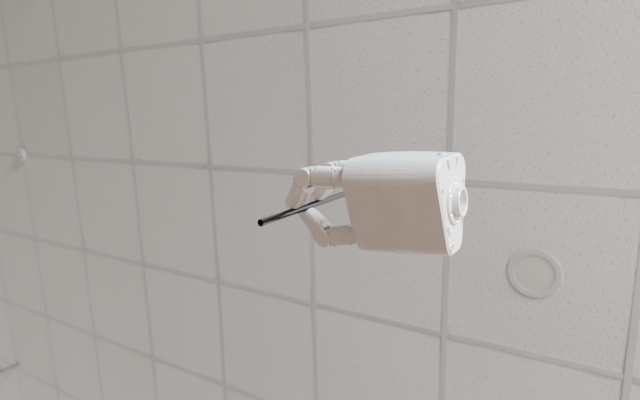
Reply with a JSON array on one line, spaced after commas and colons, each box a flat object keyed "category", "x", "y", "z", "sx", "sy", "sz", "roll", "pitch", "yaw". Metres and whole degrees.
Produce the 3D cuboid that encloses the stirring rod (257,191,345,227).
[{"category": "stirring rod", "x": 0.000, "y": 0.002, "z": 0.612, "sx": 0.011, "sy": 0.011, "sz": 0.239, "roll": 0, "pitch": 11, "yaw": 33}]
